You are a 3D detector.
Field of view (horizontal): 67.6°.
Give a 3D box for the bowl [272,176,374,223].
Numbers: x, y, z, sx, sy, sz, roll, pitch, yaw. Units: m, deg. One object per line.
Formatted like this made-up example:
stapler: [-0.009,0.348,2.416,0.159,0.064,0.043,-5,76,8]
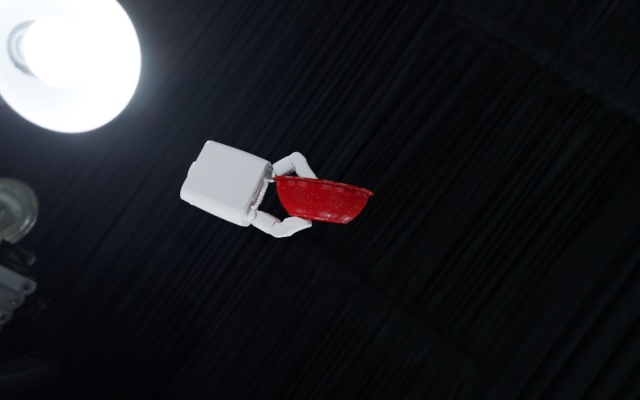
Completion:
bowl: [0.001,0.003,0.747,0.162,0.055,0.162,8,-4,1]
